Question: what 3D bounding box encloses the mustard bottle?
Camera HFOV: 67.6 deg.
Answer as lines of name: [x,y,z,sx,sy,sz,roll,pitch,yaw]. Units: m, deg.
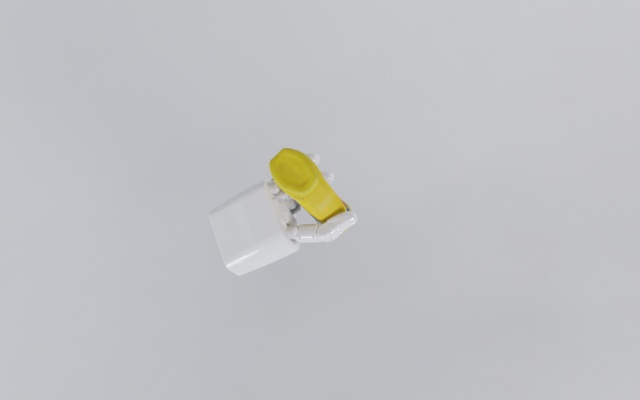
mustard bottle: [0.000,0.002,0.719,0.096,0.058,0.192,41,-4,37]
